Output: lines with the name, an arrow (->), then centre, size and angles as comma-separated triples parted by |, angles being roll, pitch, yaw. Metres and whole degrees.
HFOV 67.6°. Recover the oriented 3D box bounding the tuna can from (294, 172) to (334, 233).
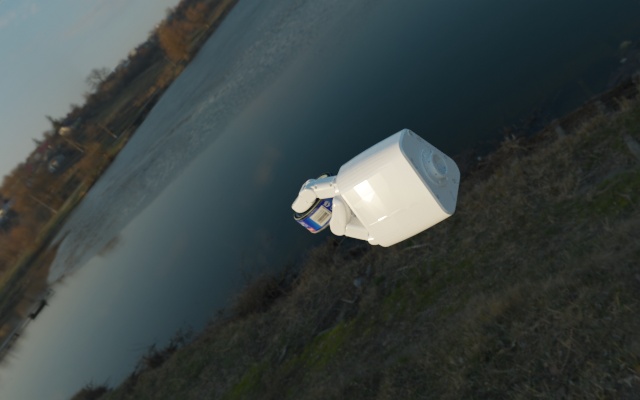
tuna can -> 0.000, 0.002, 0.685 | 0.034, 0.086, 0.086 | 37, -14, -19
